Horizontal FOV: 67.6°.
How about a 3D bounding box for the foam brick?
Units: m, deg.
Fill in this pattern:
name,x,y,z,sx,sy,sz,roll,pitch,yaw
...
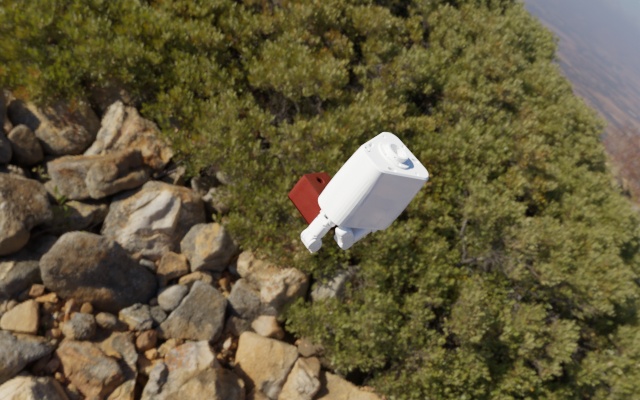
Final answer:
name,x,y,z,sx,sy,sz,roll,pitch,yaw
foam brick,0.000,0.002,0.715,0.053,0.078,0.051,-11,-33,-48
